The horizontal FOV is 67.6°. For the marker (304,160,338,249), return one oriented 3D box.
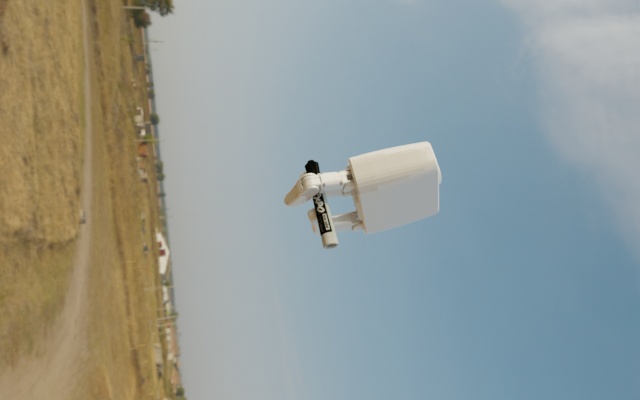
[{"bbox_3d":[0.000,0.002,0.601,0.020,0.121,0.020,-11,-25,-5],"label":"marker"}]
